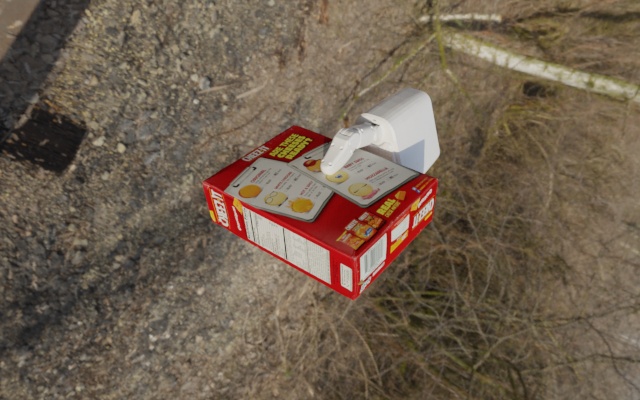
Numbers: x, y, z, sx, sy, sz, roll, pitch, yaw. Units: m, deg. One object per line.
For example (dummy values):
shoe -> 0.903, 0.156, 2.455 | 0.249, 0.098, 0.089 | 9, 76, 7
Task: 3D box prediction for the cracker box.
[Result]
cracker box -> 0.000, 0.002, 0.552 | 0.213, 0.072, 0.164 | 24, 45, 31
